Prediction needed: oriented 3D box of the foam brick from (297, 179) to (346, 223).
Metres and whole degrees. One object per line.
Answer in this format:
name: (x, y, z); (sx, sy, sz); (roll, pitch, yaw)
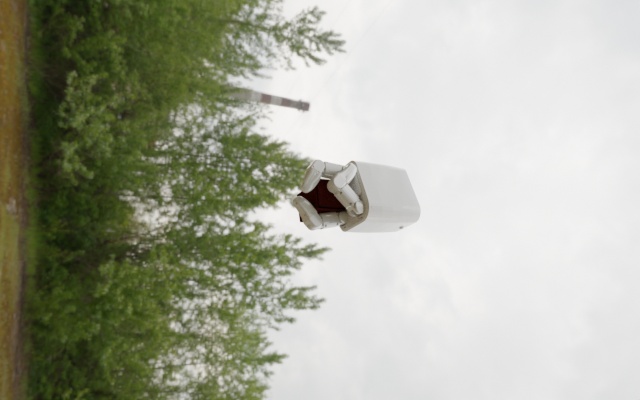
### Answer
foam brick: (0.000, 0.003, 0.799); (0.051, 0.053, 0.078); (3, -20, -26)
